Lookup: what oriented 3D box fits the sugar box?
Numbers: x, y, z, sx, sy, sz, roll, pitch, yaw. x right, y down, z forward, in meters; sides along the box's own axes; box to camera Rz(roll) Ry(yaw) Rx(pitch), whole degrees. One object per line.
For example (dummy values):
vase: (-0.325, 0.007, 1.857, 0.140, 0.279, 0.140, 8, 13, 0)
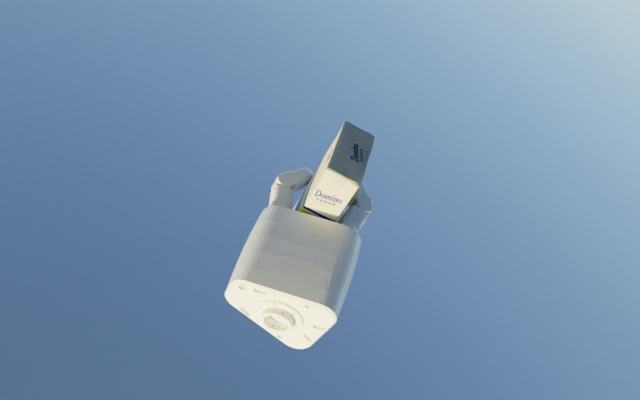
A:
sugar box: (0.000, 0.002, 0.561, 0.048, 0.093, 0.176, 29, -46, -8)
